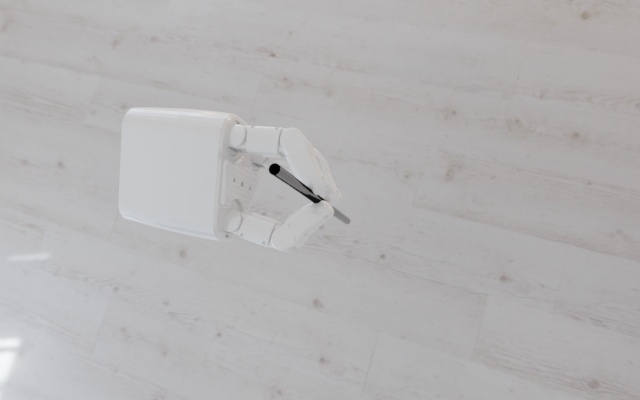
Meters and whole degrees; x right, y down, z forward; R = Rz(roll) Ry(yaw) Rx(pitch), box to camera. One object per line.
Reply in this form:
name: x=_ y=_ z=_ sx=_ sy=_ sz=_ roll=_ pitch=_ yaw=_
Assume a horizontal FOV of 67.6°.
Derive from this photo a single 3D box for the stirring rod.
stirring rod: x=0.000 y=0.001 z=0.423 sx=0.011 sy=0.011 sz=0.239 roll=0 pitch=-10 yaw=15
